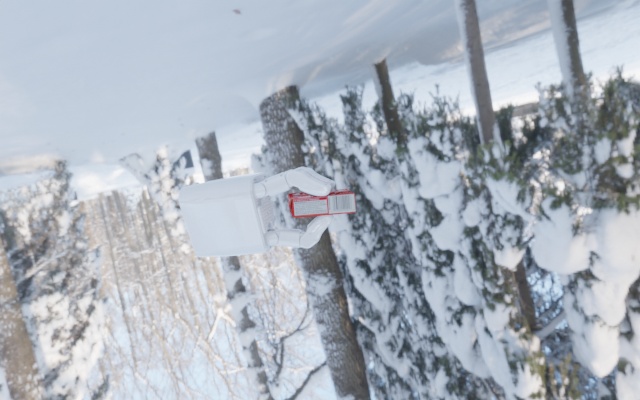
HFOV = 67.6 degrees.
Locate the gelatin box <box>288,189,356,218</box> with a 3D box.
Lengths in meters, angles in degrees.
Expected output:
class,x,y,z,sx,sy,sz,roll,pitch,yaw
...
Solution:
class,x,y,z,sx,sy,sz,roll,pitch,yaw
gelatin box,0.000,0.003,0.669,0.089,0.030,0.073,-4,6,-5
